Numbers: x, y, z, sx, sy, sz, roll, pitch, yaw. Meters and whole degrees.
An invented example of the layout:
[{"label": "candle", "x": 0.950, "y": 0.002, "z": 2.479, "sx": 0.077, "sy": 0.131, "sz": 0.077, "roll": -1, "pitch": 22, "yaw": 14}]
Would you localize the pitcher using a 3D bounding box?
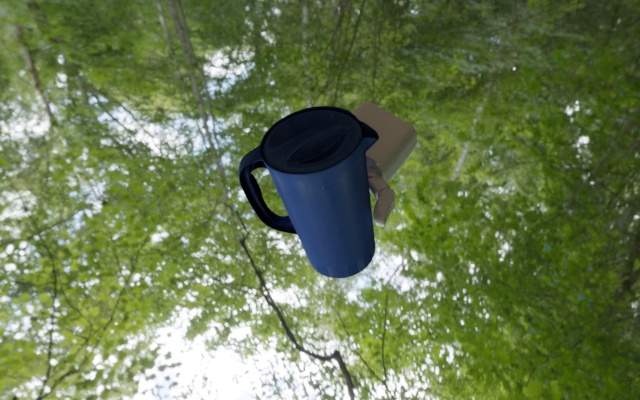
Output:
[{"label": "pitcher", "x": 0.000, "y": 0.002, "z": 0.674, "sx": 0.149, "sy": 0.243, "sz": 0.145, "roll": 23, "pitch": 56, "yaw": 33}]
